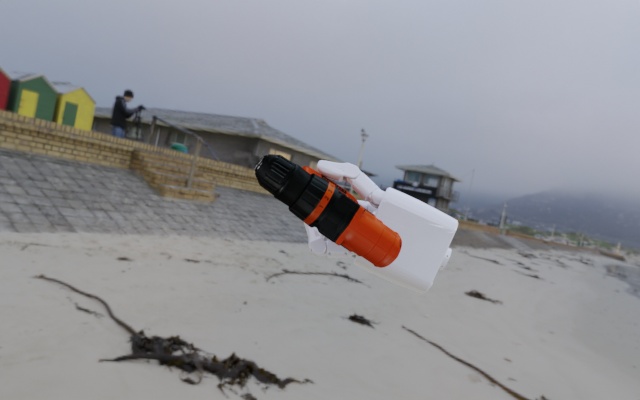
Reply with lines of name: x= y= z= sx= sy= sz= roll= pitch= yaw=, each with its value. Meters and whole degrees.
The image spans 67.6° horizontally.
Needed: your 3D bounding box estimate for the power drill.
power drill: x=0.000 y=0.002 z=0.586 sx=0.184 sy=0.057 sz=0.187 roll=36 pitch=4 yaw=-10
